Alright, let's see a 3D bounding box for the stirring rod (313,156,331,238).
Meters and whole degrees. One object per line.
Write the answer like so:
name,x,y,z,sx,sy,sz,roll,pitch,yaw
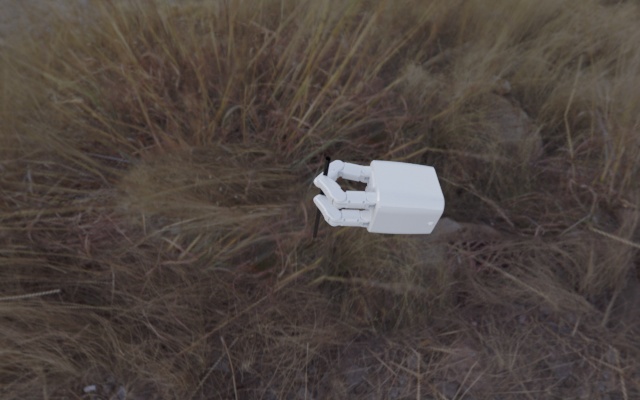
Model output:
stirring rod,0.000,0.003,0.814,0.011,0.011,0.240,0,-33,-6
